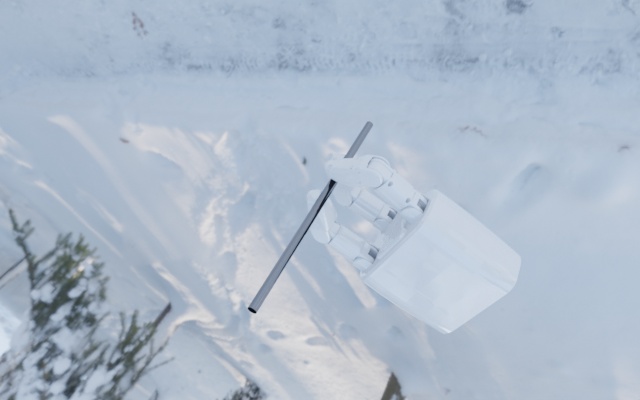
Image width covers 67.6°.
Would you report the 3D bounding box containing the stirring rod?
[{"bbox_3d":[0.000,0.001,0.431,0.011,0.011,0.239,0,43,36],"label":"stirring rod"}]
